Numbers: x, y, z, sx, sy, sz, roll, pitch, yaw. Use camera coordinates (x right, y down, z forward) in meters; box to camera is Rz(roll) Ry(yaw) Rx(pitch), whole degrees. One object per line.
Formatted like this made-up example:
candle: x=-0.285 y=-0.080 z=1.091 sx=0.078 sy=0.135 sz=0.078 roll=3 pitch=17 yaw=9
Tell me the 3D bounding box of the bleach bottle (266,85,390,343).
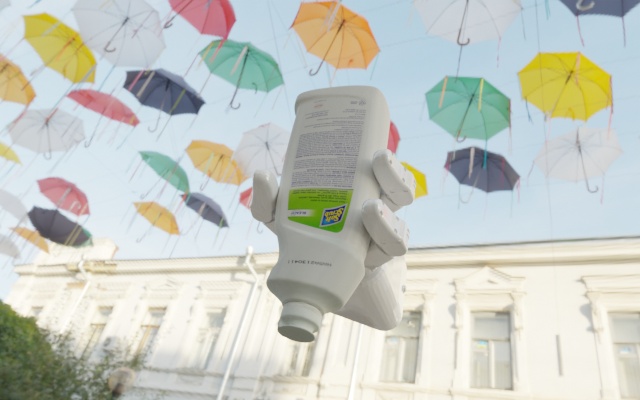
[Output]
bleach bottle: x=0.000 y=0.001 z=0.427 sx=0.102 sy=0.250 sz=0.068 roll=-2 pitch=-40 yaw=22
